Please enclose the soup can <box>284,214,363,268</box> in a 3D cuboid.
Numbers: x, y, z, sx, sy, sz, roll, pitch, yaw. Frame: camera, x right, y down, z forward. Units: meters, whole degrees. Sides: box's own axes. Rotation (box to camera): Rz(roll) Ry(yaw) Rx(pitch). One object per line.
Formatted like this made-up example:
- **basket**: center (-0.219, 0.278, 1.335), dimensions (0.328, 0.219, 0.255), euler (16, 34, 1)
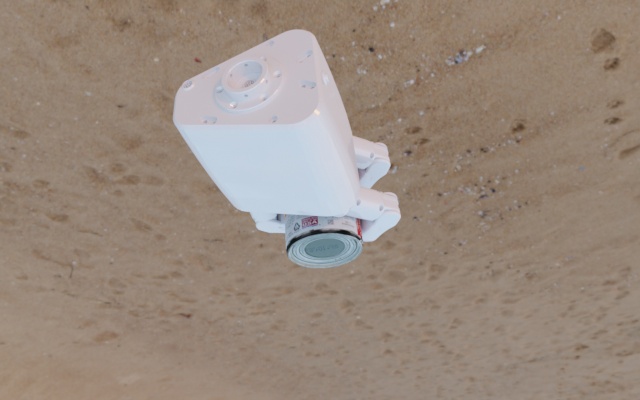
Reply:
- **soup can**: center (0.000, 0.002, 0.434), dimensions (0.068, 0.102, 0.068), euler (-4, -33, -3)
